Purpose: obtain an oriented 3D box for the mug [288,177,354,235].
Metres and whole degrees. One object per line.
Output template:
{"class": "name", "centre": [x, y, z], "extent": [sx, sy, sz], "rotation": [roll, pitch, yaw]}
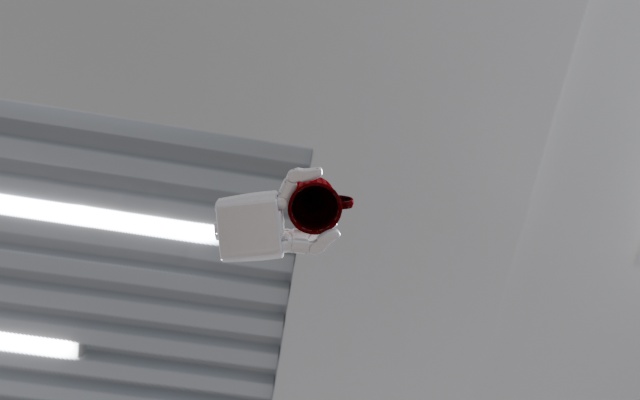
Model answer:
{"class": "mug", "centre": [0.002, 0.003, 0.847], "extent": [0.117, 0.093, 0.081], "rotation": [-4, 16, -3]}
